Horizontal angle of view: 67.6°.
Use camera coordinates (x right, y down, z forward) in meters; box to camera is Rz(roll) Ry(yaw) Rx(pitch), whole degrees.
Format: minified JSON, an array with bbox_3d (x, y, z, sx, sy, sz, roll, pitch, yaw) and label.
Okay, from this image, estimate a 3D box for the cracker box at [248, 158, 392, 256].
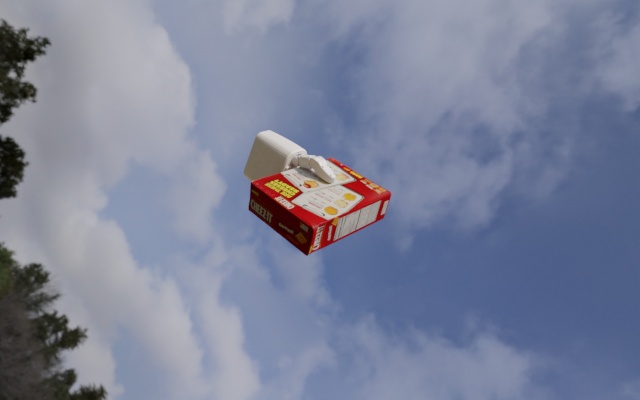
[{"bbox_3d":[0.000,0.003,0.890,0.213,0.072,0.164,-22,44,-41],"label":"cracker box"}]
